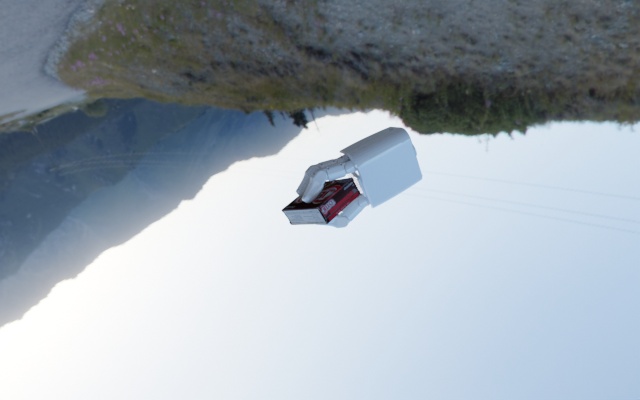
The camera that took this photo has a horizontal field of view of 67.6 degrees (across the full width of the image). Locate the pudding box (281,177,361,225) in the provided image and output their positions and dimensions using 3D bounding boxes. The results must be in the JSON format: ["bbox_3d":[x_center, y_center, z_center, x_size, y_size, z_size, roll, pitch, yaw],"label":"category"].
[{"bbox_3d":[0.000,0.003,0.814,0.090,0.039,0.113,-39,17,-31],"label":"pudding box"}]
